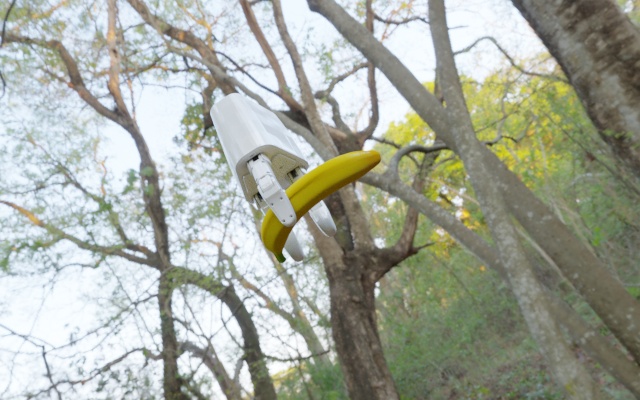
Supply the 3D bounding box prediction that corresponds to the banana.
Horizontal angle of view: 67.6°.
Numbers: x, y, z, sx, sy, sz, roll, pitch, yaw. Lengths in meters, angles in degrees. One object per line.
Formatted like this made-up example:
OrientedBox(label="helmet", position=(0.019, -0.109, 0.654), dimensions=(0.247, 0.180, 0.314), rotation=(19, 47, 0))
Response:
OrientedBox(label="banana", position=(-0.014, 0.000, 0.580), dimensions=(0.198, 0.037, 0.070), rotation=(-45, -37, 22))
